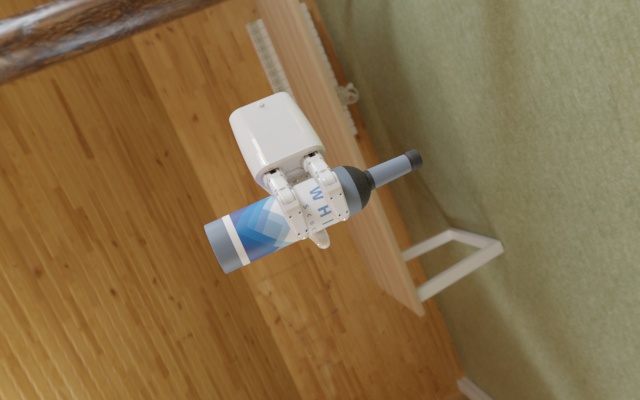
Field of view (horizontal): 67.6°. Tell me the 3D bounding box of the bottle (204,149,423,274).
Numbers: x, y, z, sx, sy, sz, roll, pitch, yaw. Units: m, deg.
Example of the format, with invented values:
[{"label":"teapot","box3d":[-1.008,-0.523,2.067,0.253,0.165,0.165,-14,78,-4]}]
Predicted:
[{"label":"bottle","box3d":[0.000,0.002,0.622,0.295,0.069,0.069,-24,5,-10]}]
